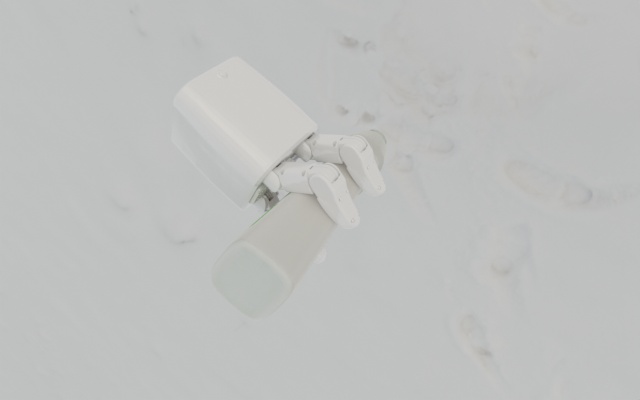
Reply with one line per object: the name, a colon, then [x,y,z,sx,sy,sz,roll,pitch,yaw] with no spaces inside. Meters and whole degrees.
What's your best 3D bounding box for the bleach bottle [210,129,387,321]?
bleach bottle: [0.000,0.002,0.484,0.250,0.068,0.103,-48,1,-43]
